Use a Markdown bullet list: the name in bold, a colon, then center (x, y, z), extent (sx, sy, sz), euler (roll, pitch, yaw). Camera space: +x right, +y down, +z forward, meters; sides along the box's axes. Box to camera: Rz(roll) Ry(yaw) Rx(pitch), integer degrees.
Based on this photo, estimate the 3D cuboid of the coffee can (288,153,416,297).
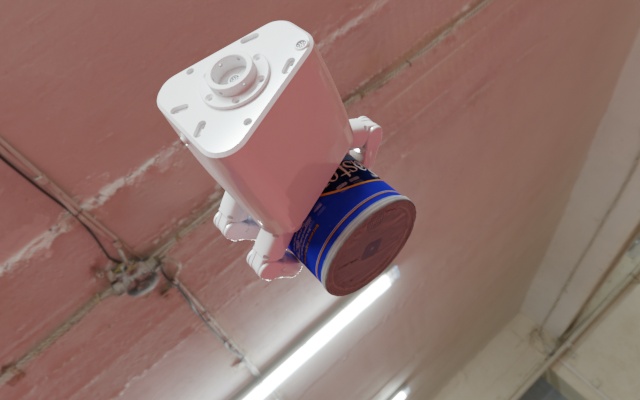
- **coffee can**: center (0.000, 0.002, 0.433), extent (0.103, 0.103, 0.140), euler (0, 35, -50)
